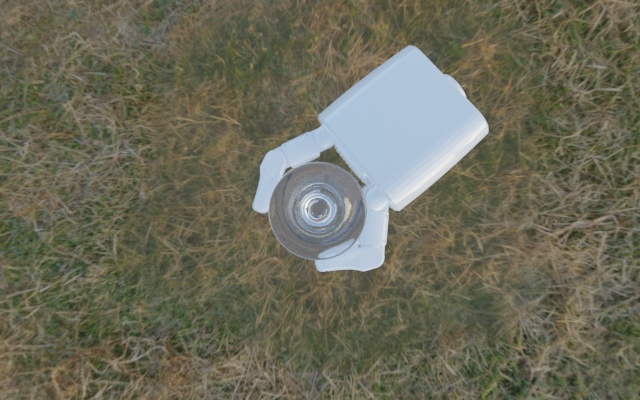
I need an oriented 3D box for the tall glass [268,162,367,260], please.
[{"bbox_3d":[0.000,0.002,0.456,0.079,0.079,0.201,0,4,1],"label":"tall glass"}]
